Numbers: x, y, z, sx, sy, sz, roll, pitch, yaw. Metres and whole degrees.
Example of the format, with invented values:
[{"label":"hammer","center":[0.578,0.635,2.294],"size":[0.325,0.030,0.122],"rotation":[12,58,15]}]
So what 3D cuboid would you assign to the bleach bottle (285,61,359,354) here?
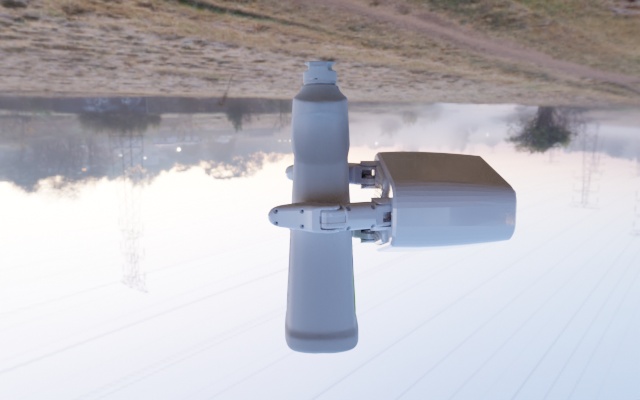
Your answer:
[{"label":"bleach bottle","center":[0.000,0.001,0.439],"size":[0.068,0.251,0.102],"rotation":[0,8,-2]}]
